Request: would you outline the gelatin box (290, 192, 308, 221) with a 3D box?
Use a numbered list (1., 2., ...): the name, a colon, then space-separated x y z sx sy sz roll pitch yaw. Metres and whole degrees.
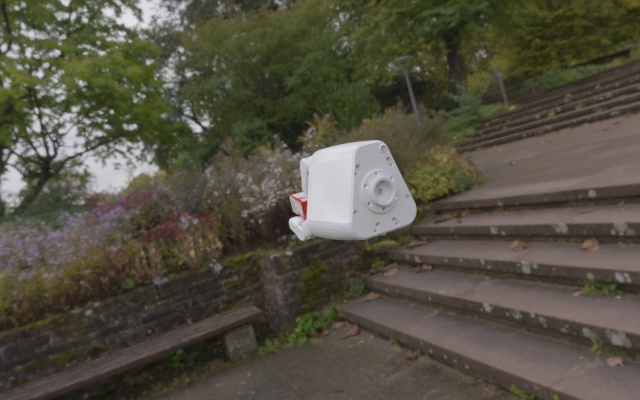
1. gelatin box: 0.000 0.002 0.697 0.073 0.030 0.089 -14 10 -13
